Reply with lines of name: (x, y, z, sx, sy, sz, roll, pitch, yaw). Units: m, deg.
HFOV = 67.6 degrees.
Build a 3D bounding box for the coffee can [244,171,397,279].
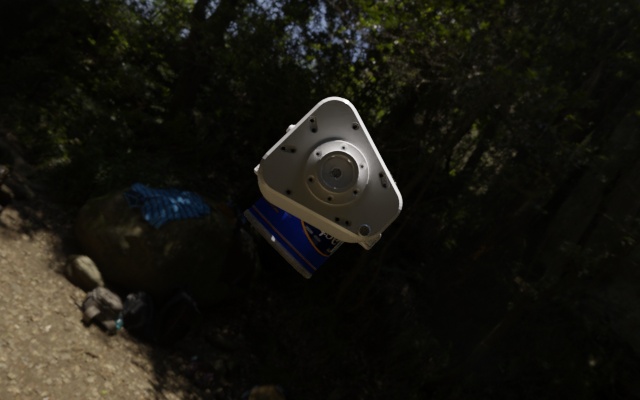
coffee can: (0.000, 0.002, 0.534, 0.140, 0.103, 0.103, -45, 5, -5)
